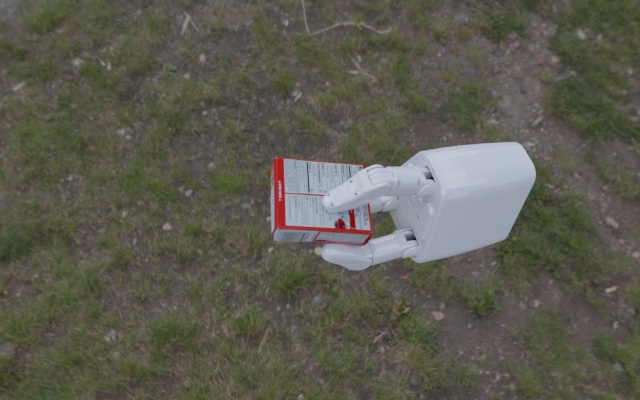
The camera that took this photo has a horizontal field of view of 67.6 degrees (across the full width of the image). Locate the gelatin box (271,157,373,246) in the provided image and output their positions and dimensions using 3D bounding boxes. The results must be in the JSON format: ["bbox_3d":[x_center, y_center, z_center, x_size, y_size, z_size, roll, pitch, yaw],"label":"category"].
[{"bbox_3d":[0.000,0.001,0.434,0.089,0.073,0.030,4,-30,-14],"label":"gelatin box"}]
